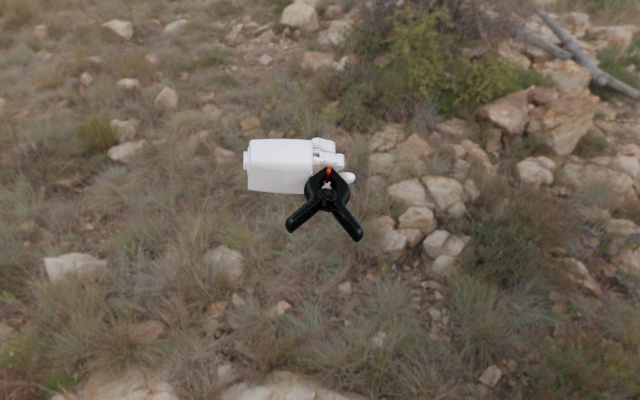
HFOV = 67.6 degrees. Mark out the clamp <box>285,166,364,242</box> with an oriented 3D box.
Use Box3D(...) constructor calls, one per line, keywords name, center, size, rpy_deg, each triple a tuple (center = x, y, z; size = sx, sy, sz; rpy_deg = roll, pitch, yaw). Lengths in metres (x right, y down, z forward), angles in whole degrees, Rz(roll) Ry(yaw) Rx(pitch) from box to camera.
Box3D(name="clamp", center=(0.000, 0.002, 0.784), size=(0.120, 0.039, 0.171), rpy_deg=(7, 36, -13))
